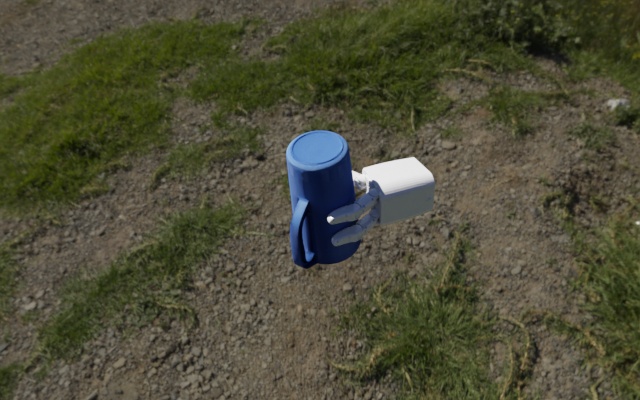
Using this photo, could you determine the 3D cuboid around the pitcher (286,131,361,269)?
[{"bbox_3d":[0.000,0.003,0.880,0.145,0.243,0.149,-13,44,-5],"label":"pitcher"}]
